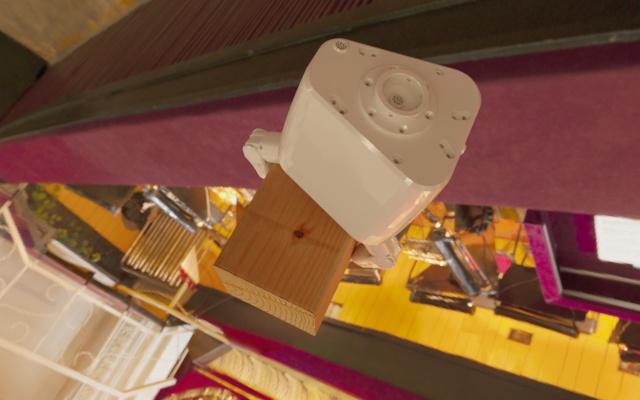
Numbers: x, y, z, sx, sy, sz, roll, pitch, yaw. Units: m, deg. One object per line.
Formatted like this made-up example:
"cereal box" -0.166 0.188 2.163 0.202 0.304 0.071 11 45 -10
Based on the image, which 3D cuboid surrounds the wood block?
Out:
"wood block" 0.000 0.001 0.435 0.091 0.206 0.090 24 -24 11
